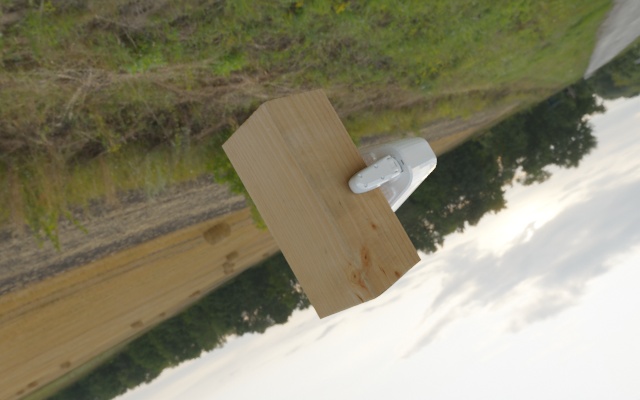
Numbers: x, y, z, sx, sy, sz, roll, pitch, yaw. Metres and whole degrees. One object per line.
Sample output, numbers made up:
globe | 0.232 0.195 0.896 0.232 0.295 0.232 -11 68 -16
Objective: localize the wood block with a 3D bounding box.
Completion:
wood block | 0.001 0.001 0.491 0.090 0.206 0.091 -27 -5 -46
